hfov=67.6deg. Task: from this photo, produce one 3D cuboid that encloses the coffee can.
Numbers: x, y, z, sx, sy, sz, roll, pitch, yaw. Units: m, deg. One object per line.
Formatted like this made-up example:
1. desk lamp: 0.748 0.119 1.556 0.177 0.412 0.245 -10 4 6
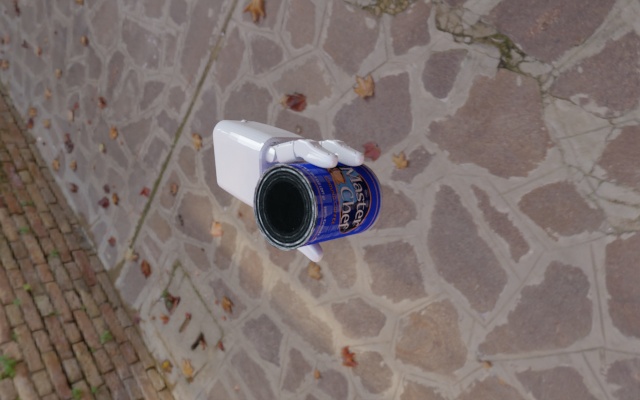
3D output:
1. coffee can: 0.000 0.002 0.610 0.103 0.103 0.140 0 5 39
